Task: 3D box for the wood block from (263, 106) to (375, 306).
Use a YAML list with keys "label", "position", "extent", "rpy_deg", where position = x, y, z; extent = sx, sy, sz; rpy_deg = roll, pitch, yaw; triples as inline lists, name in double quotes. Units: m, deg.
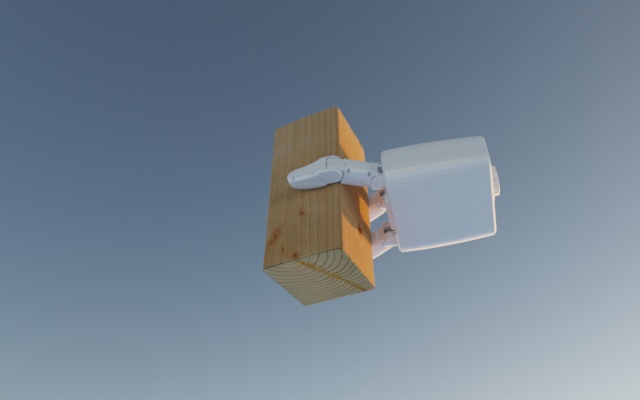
- label: "wood block"
  position: [0.000, 0.002, 0.555]
  extent: [0.090, 0.206, 0.091]
  rpy_deg: [-18, -43, 20]
